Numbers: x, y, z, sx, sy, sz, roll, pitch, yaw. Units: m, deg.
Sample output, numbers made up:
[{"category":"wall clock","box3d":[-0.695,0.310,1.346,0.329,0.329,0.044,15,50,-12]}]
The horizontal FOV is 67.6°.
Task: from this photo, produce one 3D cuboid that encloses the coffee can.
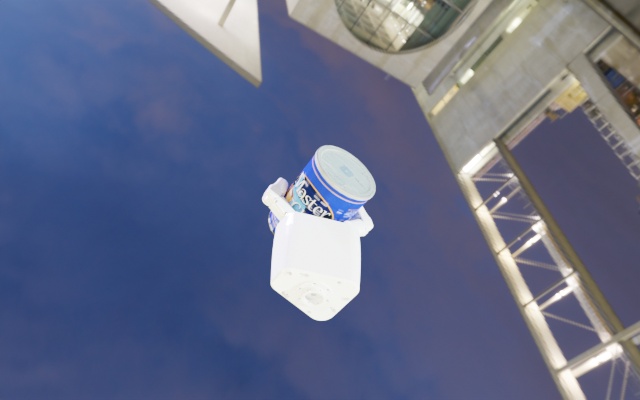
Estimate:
[{"category":"coffee can","box3d":[0.000,0.002,0.717,0.103,0.102,0.140,0,-40,-45]}]
